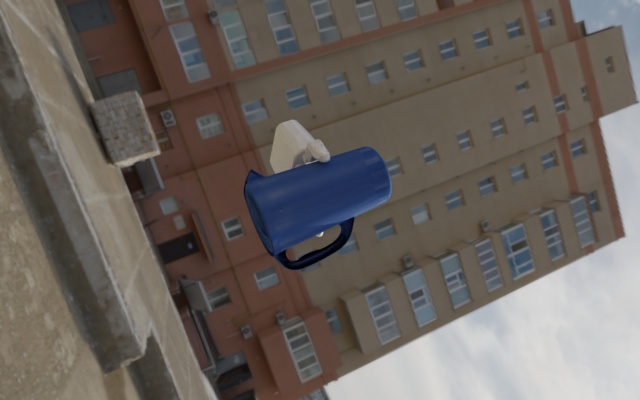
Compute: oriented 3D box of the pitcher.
[{"bbox_3d":[0.000,0.003,0.832,0.243,0.149,0.145,-21,47,-16],"label":"pitcher"}]
